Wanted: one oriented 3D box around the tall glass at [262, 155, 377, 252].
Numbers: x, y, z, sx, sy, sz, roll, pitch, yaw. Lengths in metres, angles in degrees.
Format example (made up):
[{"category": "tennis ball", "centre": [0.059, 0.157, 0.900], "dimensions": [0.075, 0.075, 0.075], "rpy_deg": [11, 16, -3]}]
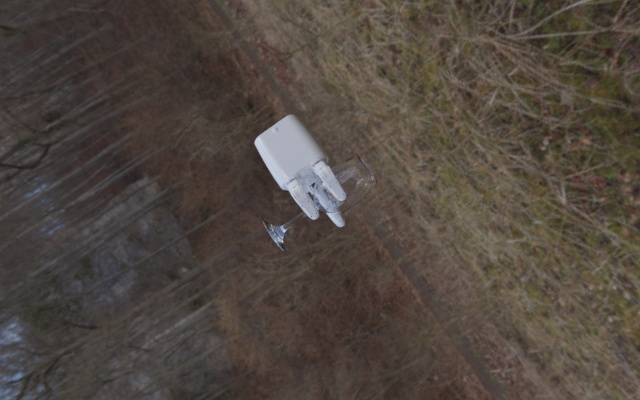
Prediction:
[{"category": "tall glass", "centre": [0.000, 0.003, 0.832], "dimensions": [0.201, 0.079, 0.079], "rpy_deg": [-35, -1, 1]}]
